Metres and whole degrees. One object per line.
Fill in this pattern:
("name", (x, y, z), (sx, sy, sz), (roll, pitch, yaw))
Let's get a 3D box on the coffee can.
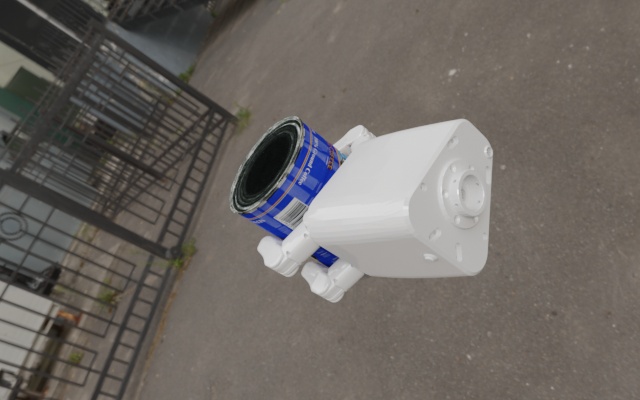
("coffee can", (0.000, 0.002, 0.458), (0.140, 0.102, 0.103), (34, -18, -29))
